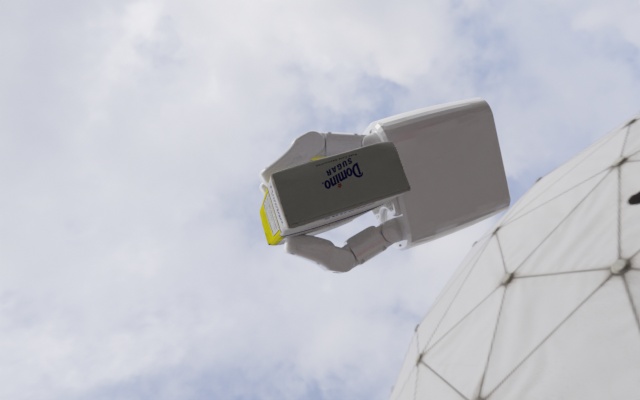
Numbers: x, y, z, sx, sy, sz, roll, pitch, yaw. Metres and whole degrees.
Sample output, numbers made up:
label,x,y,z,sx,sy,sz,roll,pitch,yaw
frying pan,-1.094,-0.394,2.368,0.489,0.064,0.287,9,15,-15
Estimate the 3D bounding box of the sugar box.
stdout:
label,x,y,z,sx,sy,sz,roll,pitch,yaw
sugar box,0.000,0.001,0.405,0.093,0.048,0.176,-17,-8,-13
